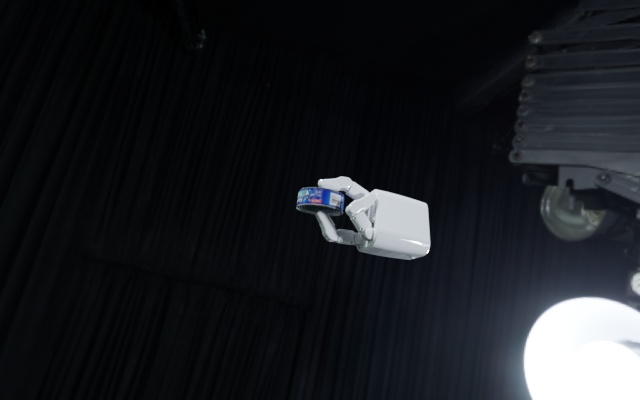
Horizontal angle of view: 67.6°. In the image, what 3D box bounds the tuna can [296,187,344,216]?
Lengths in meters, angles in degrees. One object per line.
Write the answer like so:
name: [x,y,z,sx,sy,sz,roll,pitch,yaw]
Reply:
tuna can: [0.000,0.002,0.871,0.086,0.033,0.086,7,-13,2]
